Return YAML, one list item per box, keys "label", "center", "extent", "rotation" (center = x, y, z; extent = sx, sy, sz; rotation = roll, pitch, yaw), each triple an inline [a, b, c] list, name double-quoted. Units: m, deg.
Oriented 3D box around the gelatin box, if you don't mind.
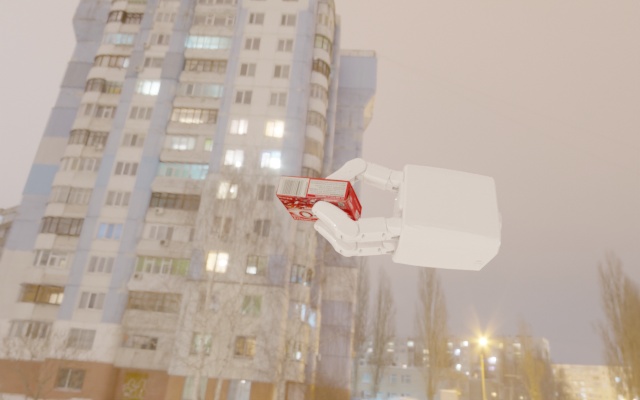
- label: "gelatin box"
  center: [0.000, 0.001, 0.576]
  extent: [0.089, 0.030, 0.073]
  rotation: [6, -23, 18]
